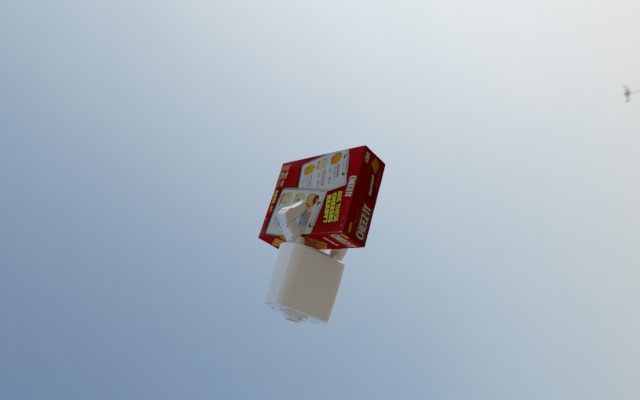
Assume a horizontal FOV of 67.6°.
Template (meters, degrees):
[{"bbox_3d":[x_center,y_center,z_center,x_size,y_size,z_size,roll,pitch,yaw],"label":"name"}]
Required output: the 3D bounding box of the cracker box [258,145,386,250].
[{"bbox_3d":[0.000,0.003,0.856,0.214,0.164,0.072,-7,-32,44],"label":"cracker box"}]
